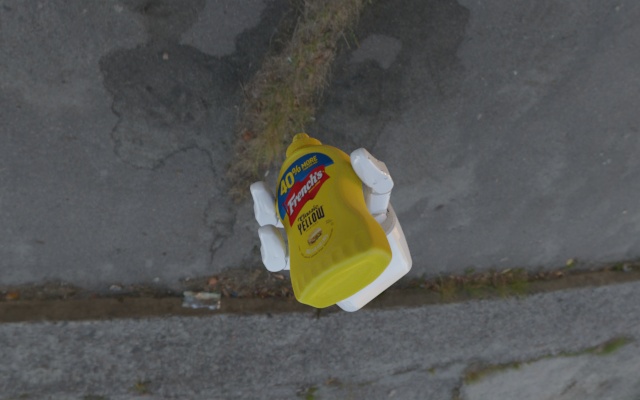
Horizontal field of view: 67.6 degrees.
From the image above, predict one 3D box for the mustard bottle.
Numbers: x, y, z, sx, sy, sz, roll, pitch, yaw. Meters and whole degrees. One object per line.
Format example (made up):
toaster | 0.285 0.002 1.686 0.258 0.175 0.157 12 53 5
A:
mustard bottle | 0.000 0.002 0.475 0.096 0.191 0.058 -40 -45 26
